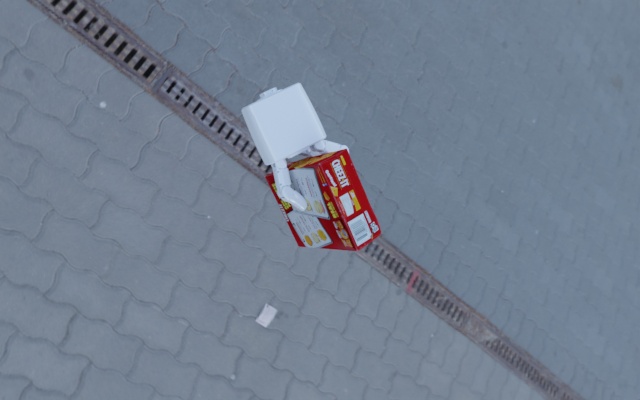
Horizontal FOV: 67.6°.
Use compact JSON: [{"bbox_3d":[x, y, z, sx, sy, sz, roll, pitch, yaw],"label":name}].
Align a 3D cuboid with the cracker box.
[{"bbox_3d":[0.000,0.003,0.880,0.072,0.164,0.214,-30,12,-28],"label":"cracker box"}]
